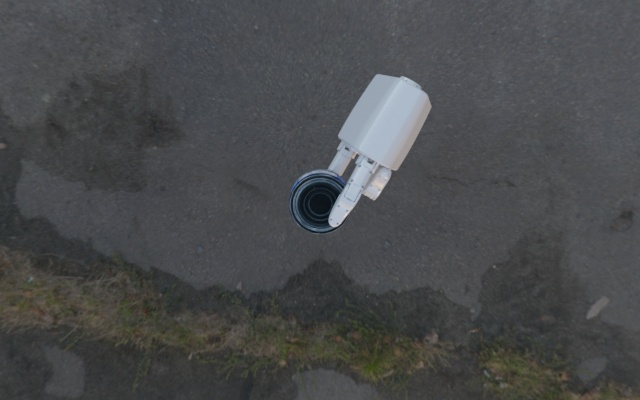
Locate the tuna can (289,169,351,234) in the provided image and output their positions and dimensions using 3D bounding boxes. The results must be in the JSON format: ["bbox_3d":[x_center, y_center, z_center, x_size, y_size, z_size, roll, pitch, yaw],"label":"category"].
[{"bbox_3d":[0.000,0.002,0.648,0.086,0.086,0.033,0,14,0],"label":"tuna can"}]
